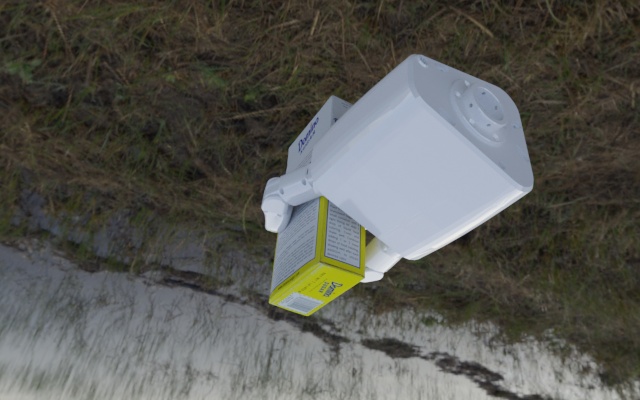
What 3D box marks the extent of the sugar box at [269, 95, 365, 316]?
[{"bbox_3d":[0.001,0.002,0.422,0.048,0.176,0.093,23,-39,-20],"label":"sugar box"}]
